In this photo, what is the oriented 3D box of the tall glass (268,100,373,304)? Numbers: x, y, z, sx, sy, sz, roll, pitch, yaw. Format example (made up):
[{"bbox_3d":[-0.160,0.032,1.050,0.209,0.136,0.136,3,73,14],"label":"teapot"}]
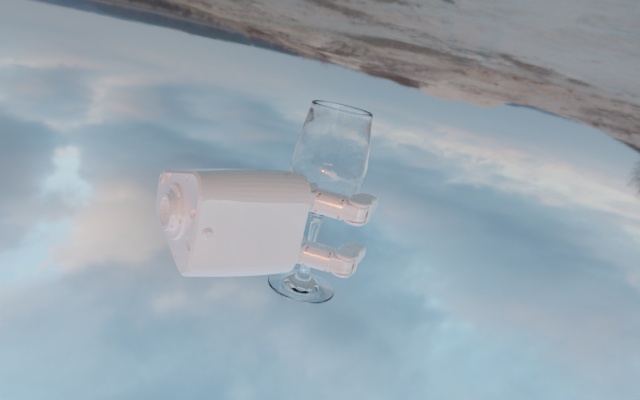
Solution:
[{"bbox_3d":[0.000,0.002,0.497,0.079,0.201,0.079,12,16,-4],"label":"tall glass"}]
